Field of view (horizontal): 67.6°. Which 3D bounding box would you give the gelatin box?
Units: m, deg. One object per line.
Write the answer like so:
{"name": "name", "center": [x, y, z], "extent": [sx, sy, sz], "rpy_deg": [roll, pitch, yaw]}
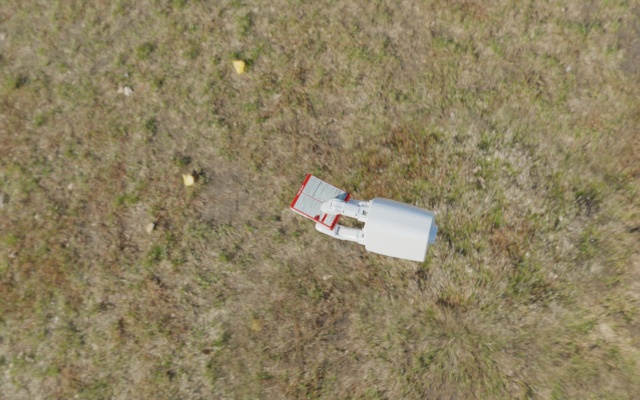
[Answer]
{"name": "gelatin box", "center": [0.000, 0.003, 0.872], "extent": [0.089, 0.073, 0.030], "rpy_deg": [27, -9, 13]}
